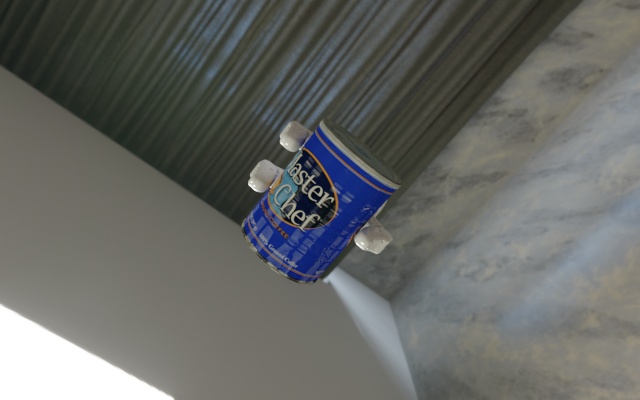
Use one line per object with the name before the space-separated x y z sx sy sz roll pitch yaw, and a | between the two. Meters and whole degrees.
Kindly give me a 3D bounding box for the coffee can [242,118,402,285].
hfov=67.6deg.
coffee can | 0.000 0.002 0.496 0.103 0.140 0.102 36 16 -12
